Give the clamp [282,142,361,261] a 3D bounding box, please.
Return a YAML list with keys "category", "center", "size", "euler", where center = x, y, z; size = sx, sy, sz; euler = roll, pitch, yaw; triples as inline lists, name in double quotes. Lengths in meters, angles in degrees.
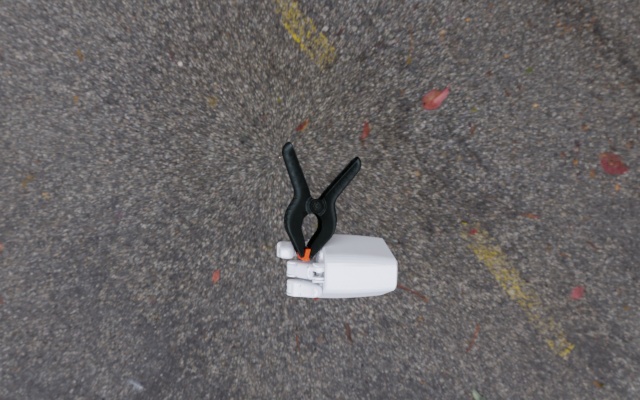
- category: "clamp"
  center: [0.000, 0.002, 0.700]
  size: [0.120, 0.171, 0.039]
  euler: [2, 5, -10]
